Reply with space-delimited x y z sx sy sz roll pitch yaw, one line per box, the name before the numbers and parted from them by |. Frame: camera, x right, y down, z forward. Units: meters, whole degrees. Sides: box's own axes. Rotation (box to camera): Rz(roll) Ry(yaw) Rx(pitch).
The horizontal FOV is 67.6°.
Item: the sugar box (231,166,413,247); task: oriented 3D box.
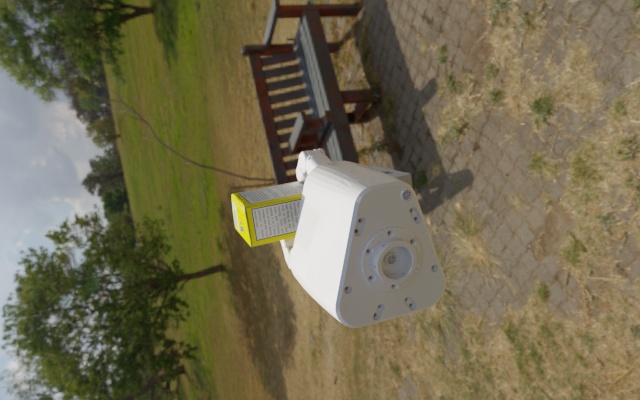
sugar box | 0.000 0.002 0.505 0.176 0.048 0.093 -9 12 -17
